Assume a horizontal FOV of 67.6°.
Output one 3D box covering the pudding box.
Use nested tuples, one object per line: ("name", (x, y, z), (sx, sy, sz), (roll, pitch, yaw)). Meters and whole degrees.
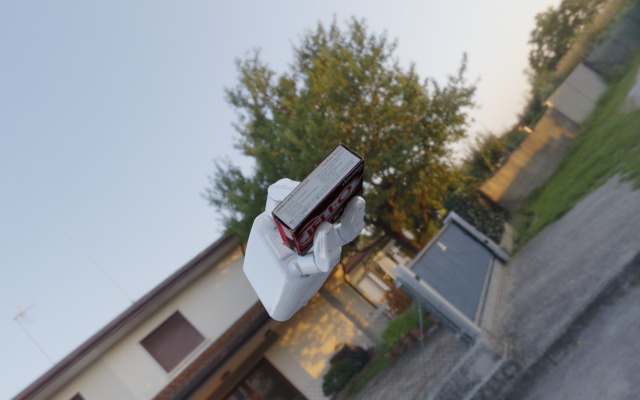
("pudding box", (0.000, 0.002, 0.533), (0.039, 0.113, 0.090), (38, -15, 16))
